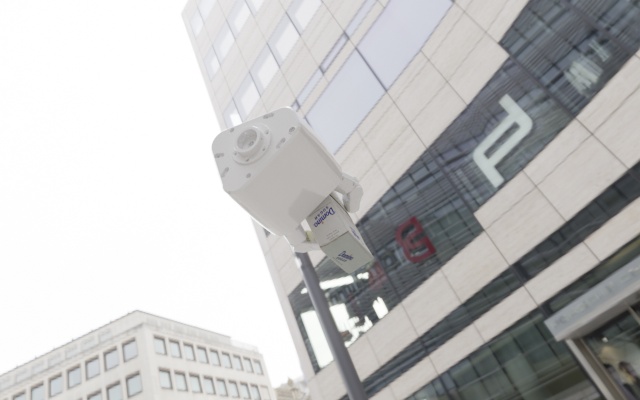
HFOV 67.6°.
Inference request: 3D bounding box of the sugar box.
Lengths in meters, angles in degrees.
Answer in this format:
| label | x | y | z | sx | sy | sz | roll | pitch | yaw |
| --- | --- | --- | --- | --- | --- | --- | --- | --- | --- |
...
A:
| label | x | y | z | sx | sy | sz | roll | pitch | yaw |
| --- | --- | --- | --- | --- | --- | --- | --- | --- | --- |
| sugar box | 0.000 | 0.002 | 0.617 | 0.048 | 0.176 | 0.093 | -31 | -36 | 9 |
